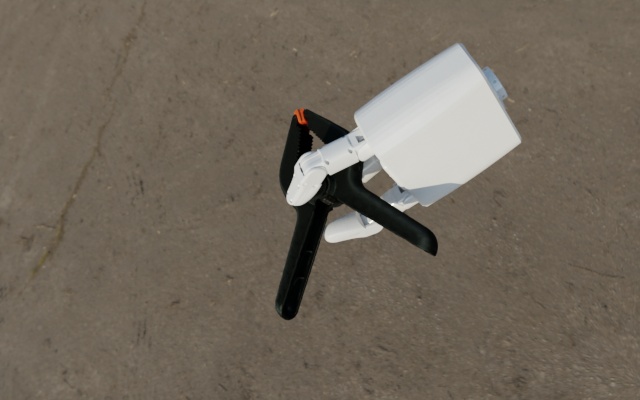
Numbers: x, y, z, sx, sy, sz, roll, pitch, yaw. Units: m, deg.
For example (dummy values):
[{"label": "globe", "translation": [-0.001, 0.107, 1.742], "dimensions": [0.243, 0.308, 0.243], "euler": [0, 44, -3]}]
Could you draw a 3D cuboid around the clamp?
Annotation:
[{"label": "clamp", "translation": [0.000, 0.001, 0.464], "dimensions": [0.164, 0.209, 0.036], "euler": [-34, -33, 19]}]
